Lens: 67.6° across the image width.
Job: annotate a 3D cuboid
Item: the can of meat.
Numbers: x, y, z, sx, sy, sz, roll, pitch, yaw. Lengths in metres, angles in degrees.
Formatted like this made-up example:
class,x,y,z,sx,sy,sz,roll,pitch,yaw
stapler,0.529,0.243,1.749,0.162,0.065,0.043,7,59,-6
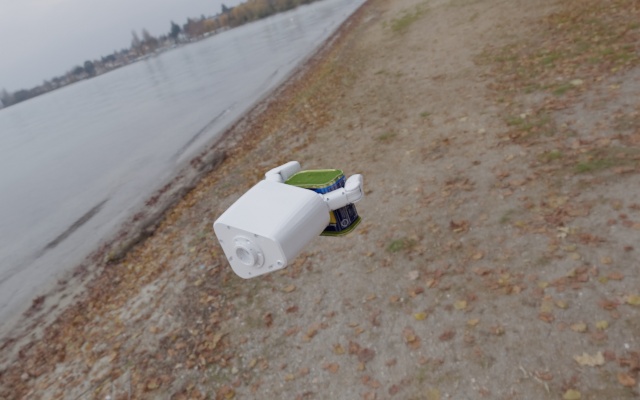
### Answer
class,x,y,z,sx,sy,sz,roll,pitch,yaw
can of meat,0.000,0.002,0.706,0.102,0.084,0.057,0,30,39
